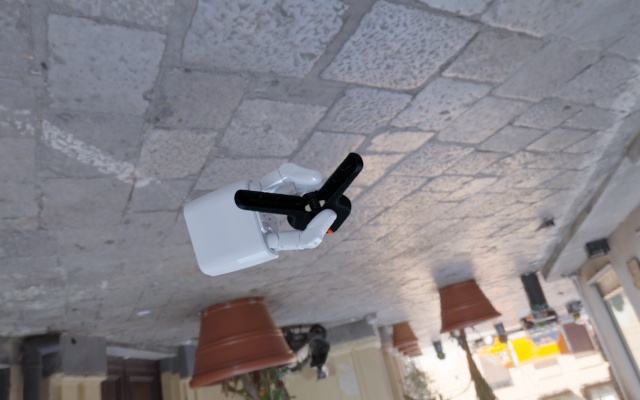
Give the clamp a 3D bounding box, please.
[{"bbox_3d":[0.000,0.003,0.656,0.164,0.036,0.210,-20,-23,13],"label":"clamp"}]
